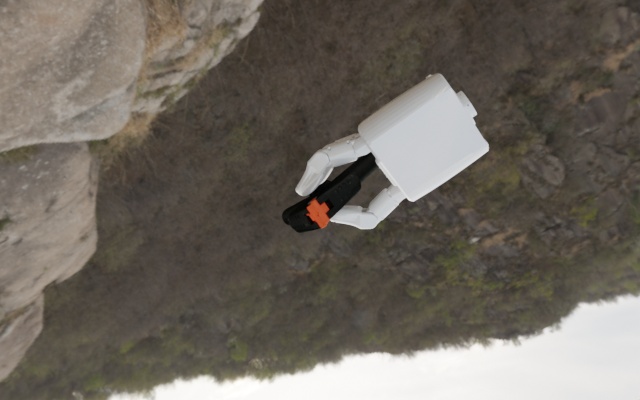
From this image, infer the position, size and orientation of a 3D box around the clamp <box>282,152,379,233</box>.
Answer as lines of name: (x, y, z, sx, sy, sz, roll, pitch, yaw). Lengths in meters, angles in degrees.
clamp: (0.001, 0.003, 0.579, 0.164, 0.036, 0.210, -35, 5, 17)
